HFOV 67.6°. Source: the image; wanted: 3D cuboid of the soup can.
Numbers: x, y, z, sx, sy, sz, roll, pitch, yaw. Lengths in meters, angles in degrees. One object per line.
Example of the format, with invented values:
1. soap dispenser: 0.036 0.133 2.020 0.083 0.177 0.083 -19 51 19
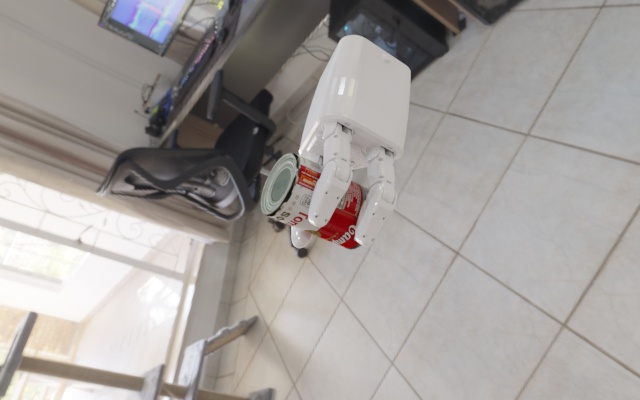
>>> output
1. soup can: 0.000 0.002 0.481 0.102 0.068 0.068 24 -12 -27
